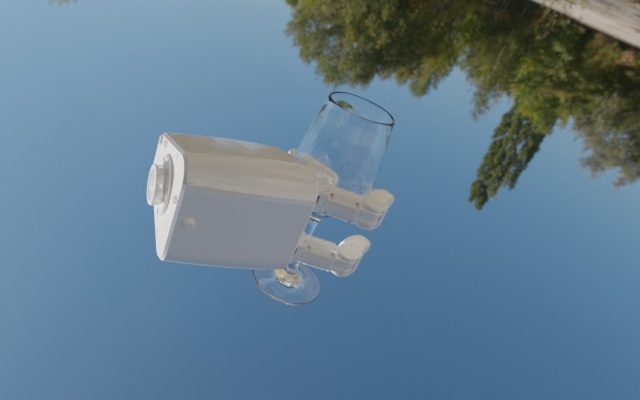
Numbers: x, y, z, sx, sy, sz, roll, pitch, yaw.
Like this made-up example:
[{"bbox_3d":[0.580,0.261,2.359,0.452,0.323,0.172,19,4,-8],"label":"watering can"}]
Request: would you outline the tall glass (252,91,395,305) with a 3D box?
[{"bbox_3d":[0.000,0.002,0.454,0.079,0.201,0.079,19,27,-10],"label":"tall glass"}]
